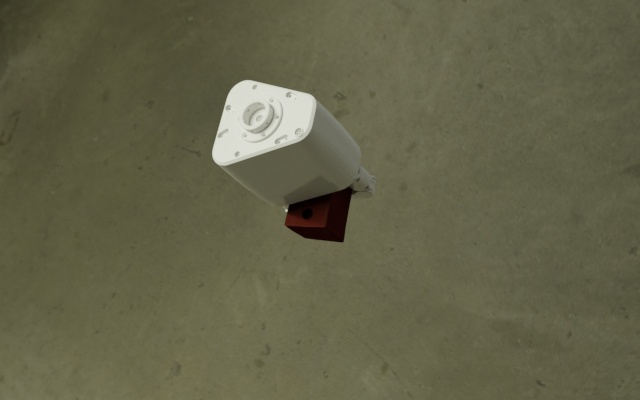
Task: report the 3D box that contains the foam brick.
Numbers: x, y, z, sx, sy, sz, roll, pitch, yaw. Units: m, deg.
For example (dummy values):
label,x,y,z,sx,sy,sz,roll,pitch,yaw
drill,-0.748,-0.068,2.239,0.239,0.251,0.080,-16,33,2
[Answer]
label,x,y,z,sx,sy,sz,roll,pitch,yaw
foam brick,0.000,0.002,0.537,0.053,0.078,0.051,2,-19,27
